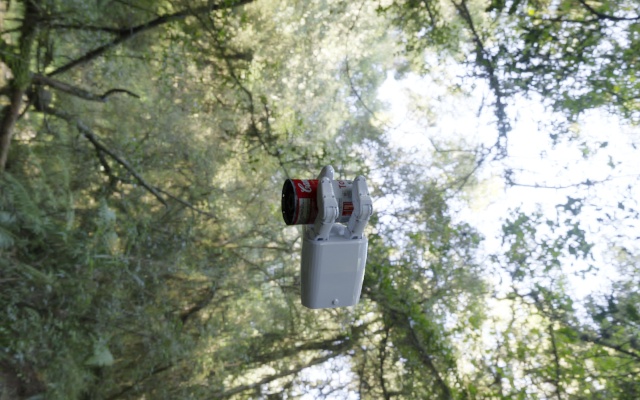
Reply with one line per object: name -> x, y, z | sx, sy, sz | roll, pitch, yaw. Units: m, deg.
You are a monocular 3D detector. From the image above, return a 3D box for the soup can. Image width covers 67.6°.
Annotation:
soup can -> 0.000, 0.002, 0.703 | 0.102, 0.068, 0.068 | 0, 0, -21
